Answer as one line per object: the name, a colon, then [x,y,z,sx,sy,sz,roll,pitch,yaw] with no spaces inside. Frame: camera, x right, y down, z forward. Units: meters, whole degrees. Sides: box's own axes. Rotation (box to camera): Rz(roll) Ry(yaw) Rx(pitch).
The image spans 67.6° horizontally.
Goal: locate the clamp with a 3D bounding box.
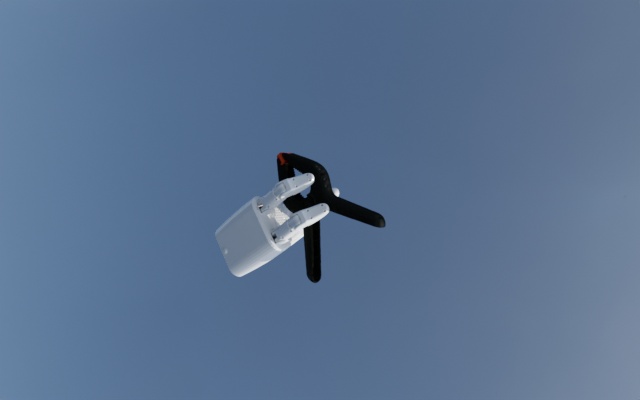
clamp: [0.000,0.002,0.746,0.164,0.210,0.036,-36,-18,30]
